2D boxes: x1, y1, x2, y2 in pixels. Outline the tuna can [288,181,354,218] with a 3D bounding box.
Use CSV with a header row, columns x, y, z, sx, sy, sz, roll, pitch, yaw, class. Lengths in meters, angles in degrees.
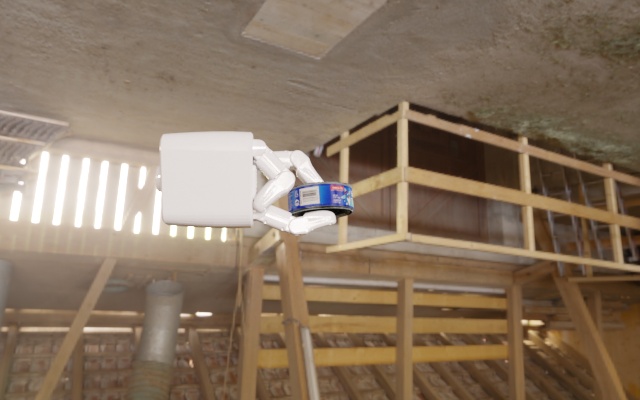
x,y,z,sx,sy,sz,roll,pitch,yaw,class
0.000,0.003,0.620,0.086,0.033,0.086,-4,-12,-1,tuna can
